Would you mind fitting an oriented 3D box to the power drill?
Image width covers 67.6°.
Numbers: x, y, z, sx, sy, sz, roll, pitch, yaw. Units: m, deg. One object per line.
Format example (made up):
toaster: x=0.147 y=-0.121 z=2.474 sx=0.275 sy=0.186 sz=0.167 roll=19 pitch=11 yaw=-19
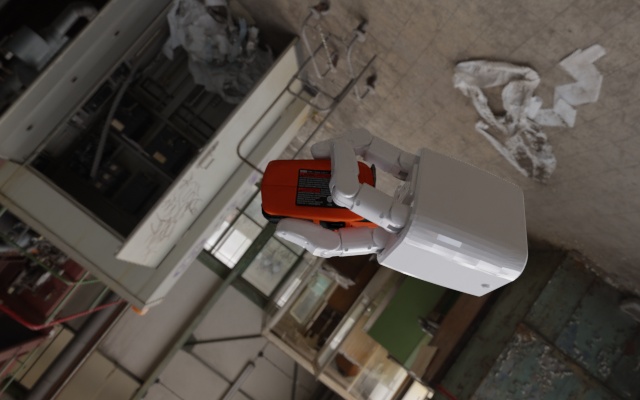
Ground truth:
power drill: x=0.000 y=0.002 z=0.524 sx=0.184 sy=0.057 sz=0.188 roll=1 pitch=-8 yaw=13
